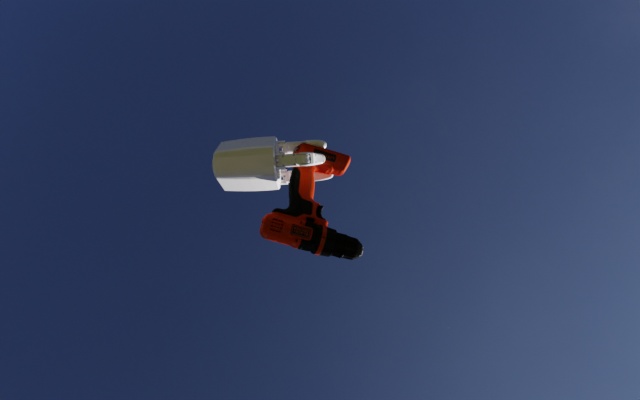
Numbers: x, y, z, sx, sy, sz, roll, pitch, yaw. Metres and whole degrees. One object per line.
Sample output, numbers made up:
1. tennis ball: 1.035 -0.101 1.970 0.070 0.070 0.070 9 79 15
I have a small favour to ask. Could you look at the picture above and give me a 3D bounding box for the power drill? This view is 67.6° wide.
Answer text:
1. power drill: 0.000 0.002 0.849 0.184 0.187 0.057 16 -20 -11
